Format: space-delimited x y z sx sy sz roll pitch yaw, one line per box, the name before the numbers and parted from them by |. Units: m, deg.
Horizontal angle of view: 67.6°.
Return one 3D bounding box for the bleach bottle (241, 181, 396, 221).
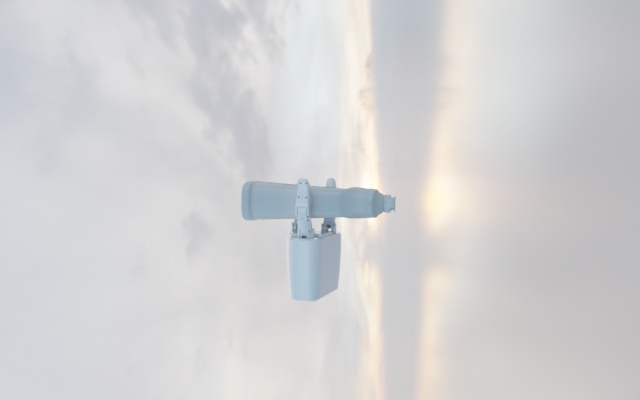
bleach bottle | 0.000 0.003 0.811 0.251 0.068 0.102 2 4 10
